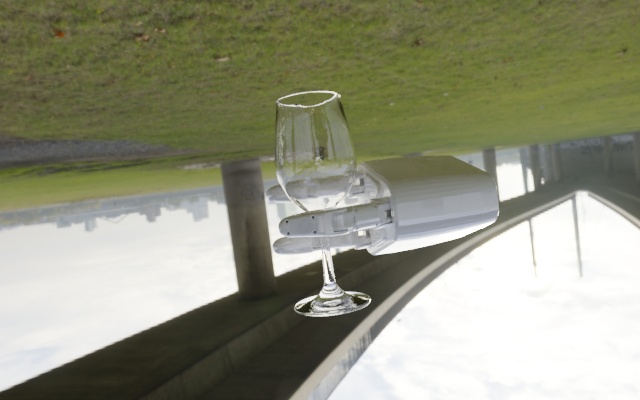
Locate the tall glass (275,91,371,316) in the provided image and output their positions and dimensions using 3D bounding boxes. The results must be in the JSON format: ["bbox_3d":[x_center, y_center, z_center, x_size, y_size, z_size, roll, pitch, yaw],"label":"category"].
[{"bbox_3d":[0.000,0.002,0.457,0.079,0.201,0.079,-7,3,0],"label":"tall glass"}]
